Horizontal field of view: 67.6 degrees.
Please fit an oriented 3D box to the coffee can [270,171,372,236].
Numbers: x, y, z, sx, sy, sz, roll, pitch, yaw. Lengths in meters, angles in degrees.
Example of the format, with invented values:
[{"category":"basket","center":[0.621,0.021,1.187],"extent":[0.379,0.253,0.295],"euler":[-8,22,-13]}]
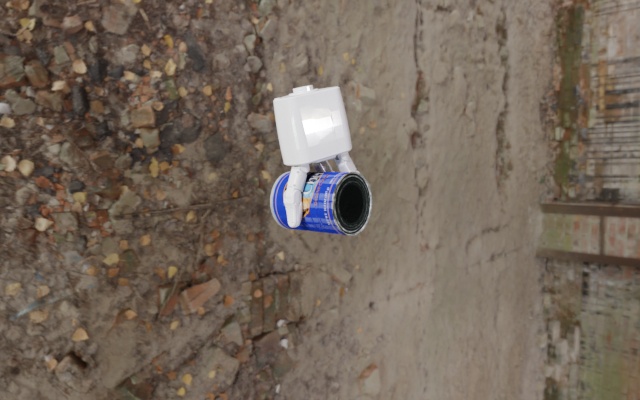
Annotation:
[{"category":"coffee can","center":[0.000,0.003,0.800],"extent":[0.140,0.103,0.103],"euler":[3,2,41]}]
